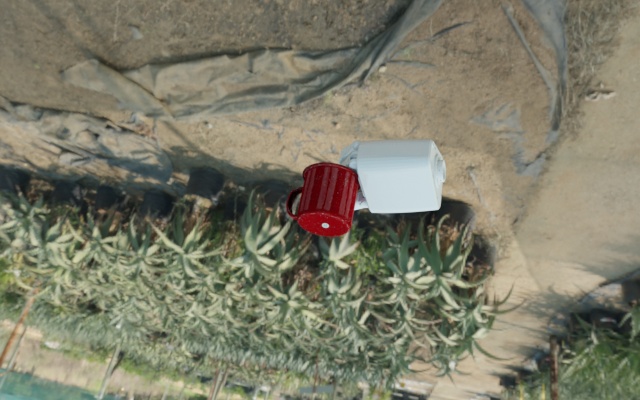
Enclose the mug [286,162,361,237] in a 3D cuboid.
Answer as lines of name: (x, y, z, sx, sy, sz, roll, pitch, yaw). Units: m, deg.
mug: (-0.001, 0.003, 0.719, 0.117, 0.081, 0.093, -2, -30, 25)
